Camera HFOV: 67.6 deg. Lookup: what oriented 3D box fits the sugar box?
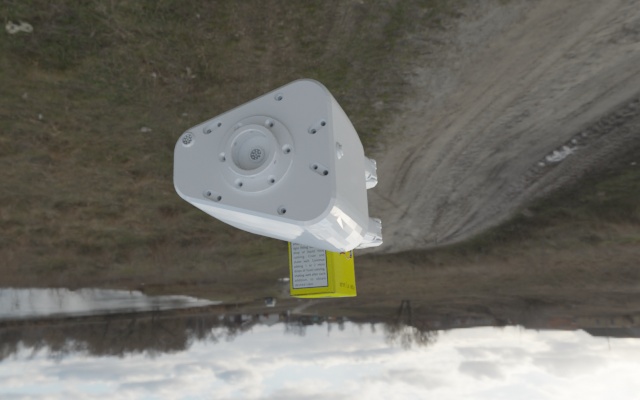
[{"bbox_3d":[0.001,0.001,0.449,0.048,0.176,0.093,-5,-13,14],"label":"sugar box"}]
